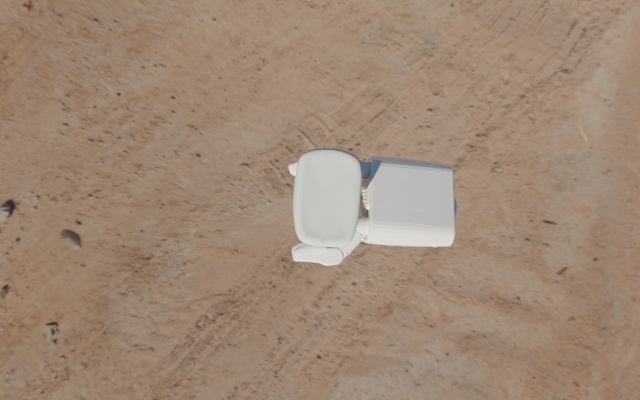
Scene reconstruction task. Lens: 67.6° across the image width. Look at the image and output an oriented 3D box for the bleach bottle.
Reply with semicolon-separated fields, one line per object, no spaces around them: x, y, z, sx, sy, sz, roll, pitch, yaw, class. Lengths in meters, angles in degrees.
0.000;0.002;0.596;0.068;0.102;0.251;4;-2;-3;bleach bottle
